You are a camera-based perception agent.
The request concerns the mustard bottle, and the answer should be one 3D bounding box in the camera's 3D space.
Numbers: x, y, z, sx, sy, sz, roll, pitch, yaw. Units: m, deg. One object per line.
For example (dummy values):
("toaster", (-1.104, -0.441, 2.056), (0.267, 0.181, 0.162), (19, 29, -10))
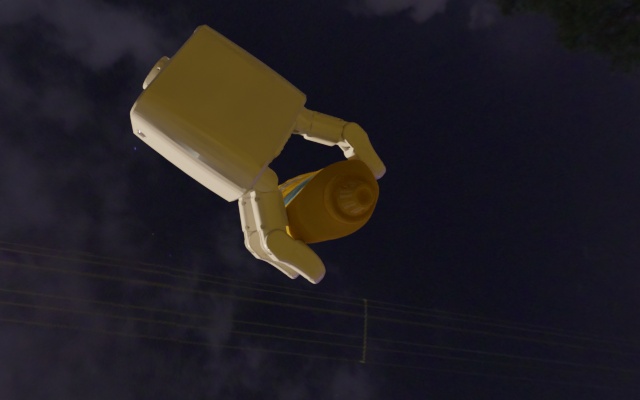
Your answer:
("mustard bottle", (0.000, 0.002, 0.436), (0.096, 0.058, 0.191), (-33, 7, -18))
